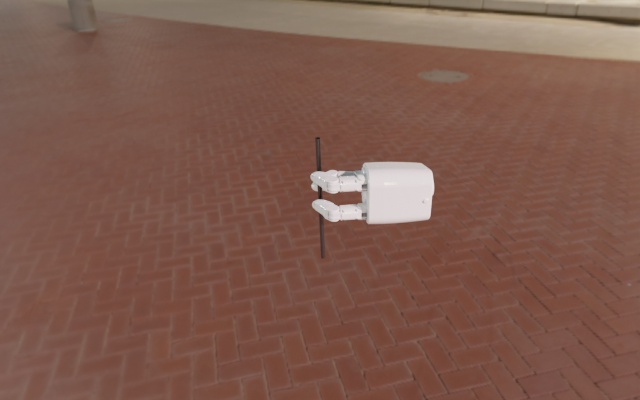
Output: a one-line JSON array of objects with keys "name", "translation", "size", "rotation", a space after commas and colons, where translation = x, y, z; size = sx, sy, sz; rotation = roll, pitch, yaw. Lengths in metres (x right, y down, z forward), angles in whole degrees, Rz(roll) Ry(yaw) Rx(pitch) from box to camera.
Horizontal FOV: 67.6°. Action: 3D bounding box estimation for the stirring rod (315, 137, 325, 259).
[{"name": "stirring rod", "translation": [0.000, 0.003, 0.839], "size": [0.011, 0.240, 0.011], "rotation": [-2, 30, 1]}]
